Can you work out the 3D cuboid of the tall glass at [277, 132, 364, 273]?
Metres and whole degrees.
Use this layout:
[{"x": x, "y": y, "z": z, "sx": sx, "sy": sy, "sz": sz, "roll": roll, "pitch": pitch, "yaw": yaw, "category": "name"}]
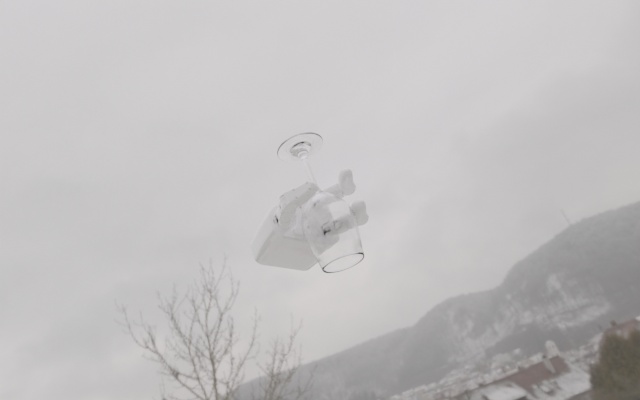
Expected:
[{"x": 0.000, "y": 0.002, "z": 0.696, "sx": 0.079, "sy": 0.201, "sz": 0.079, "roll": -17, "pitch": -26, "yaw": -8, "category": "tall glass"}]
